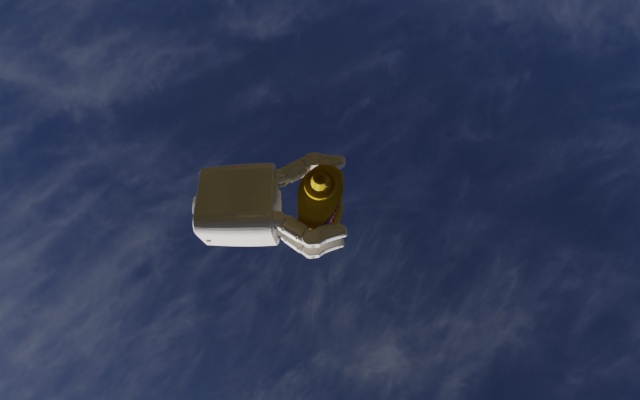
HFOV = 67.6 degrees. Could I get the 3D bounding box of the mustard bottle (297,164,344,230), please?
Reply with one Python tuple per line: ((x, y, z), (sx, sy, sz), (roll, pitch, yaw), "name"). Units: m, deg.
((0.000, 0.002, 0.671), (0.058, 0.096, 0.192), (22, -17, 8), "mustard bottle")
